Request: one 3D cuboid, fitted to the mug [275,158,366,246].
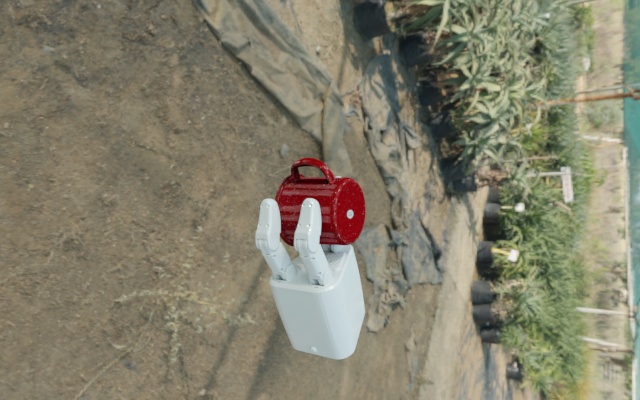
[{"bbox_3d":[0.000,0.001,0.580,0.081,0.117,0.093,1,28,32],"label":"mug"}]
